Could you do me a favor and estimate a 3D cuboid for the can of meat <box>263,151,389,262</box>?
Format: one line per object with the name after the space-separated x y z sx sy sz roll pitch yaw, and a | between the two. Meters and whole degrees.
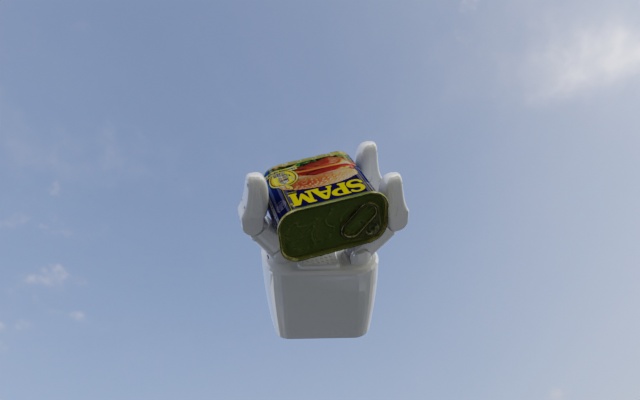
0.000 0.001 0.449 0.102 0.057 0.084 -14 37 -13 | can of meat
